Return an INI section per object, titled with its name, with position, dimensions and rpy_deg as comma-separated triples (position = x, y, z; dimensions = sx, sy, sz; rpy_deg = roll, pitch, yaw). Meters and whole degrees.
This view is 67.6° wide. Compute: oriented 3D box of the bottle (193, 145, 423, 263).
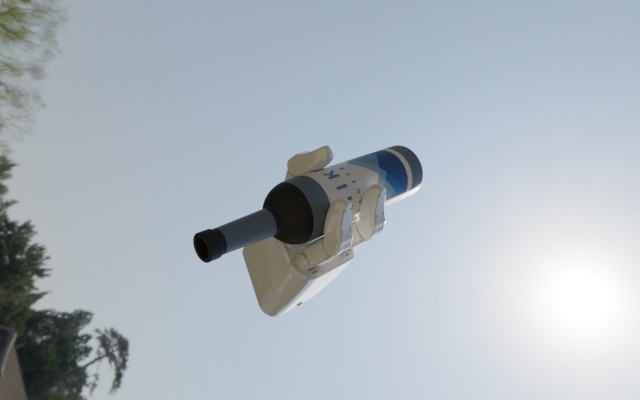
[bottle]
position = 0.000, 0.002, 0.506
dimensions = 0.069, 0.069, 0.295
rpy_deg = 0, 15, 46
